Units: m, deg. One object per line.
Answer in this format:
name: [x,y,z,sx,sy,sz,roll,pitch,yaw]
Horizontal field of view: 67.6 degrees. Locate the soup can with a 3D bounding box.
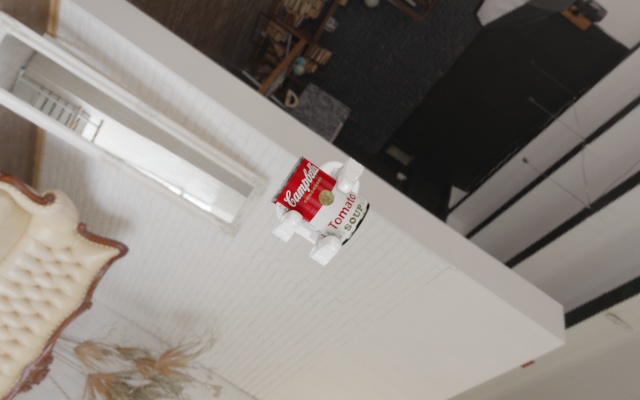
soup can: [0.000,0.002,0.581,0.102,0.068,0.068,34,-4,-6]
